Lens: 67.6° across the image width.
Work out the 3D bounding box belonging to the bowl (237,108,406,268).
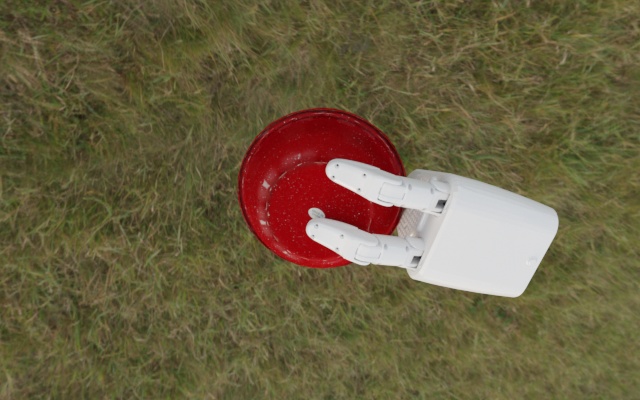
[{"bbox_3d":[-0.001,0.001,0.431,0.162,0.162,0.055,0,21,3],"label":"bowl"}]
